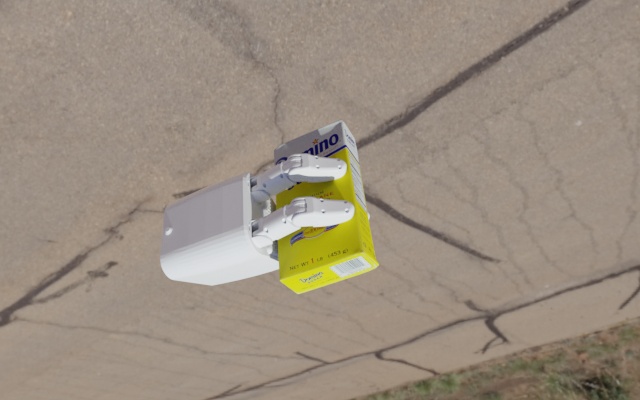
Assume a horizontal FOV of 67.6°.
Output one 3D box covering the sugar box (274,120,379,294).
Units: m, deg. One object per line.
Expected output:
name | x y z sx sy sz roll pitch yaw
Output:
sugar box | 0.000 0.002 0.511 0.093 0.176 0.048 -21 -36 18
